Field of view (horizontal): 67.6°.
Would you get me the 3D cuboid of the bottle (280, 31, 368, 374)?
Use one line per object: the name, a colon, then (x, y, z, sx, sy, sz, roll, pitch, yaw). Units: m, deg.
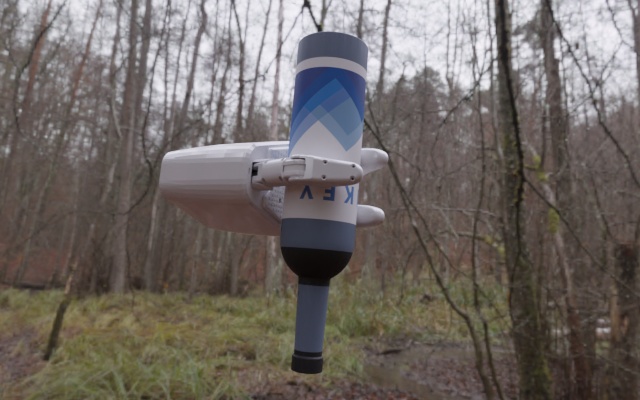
bottle: (0.000, 0.001, 0.431, 0.069, 0.295, 0.069, 5, -8, 1)
